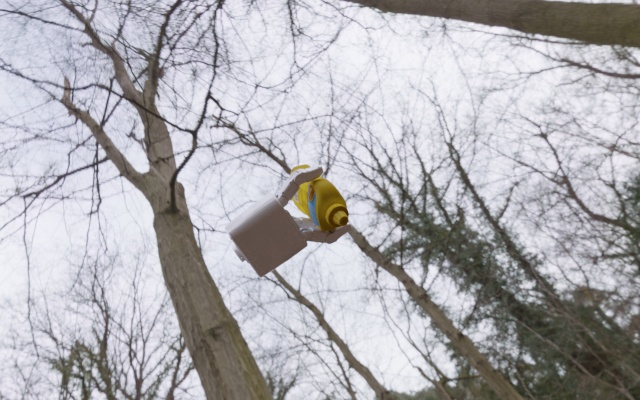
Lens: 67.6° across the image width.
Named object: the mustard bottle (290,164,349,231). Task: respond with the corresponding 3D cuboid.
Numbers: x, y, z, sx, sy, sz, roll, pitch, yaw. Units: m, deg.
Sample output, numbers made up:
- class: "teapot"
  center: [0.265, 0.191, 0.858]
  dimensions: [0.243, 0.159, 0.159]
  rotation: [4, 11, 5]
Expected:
- class: "mustard bottle"
  center: [0.000, 0.003, 0.885]
  dimensions: [0.058, 0.096, 0.191]
  rotation: [-14, 25, -20]
